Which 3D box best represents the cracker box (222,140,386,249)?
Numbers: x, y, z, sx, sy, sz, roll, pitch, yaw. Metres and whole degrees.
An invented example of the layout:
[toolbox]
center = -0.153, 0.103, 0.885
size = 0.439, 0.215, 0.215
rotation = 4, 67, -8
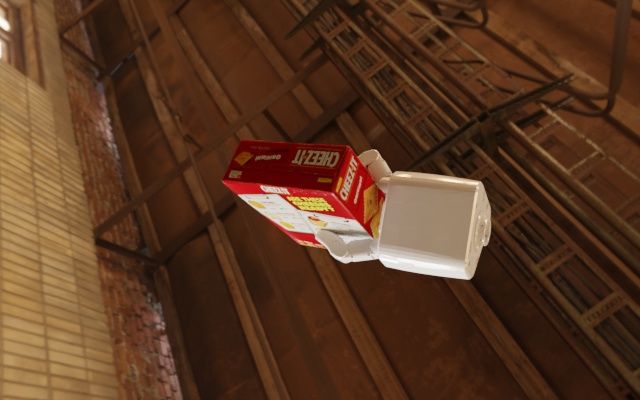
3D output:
[cracker box]
center = 0.000, 0.002, 0.644
size = 0.164, 0.072, 0.214
rotation = 7, -23, 31
